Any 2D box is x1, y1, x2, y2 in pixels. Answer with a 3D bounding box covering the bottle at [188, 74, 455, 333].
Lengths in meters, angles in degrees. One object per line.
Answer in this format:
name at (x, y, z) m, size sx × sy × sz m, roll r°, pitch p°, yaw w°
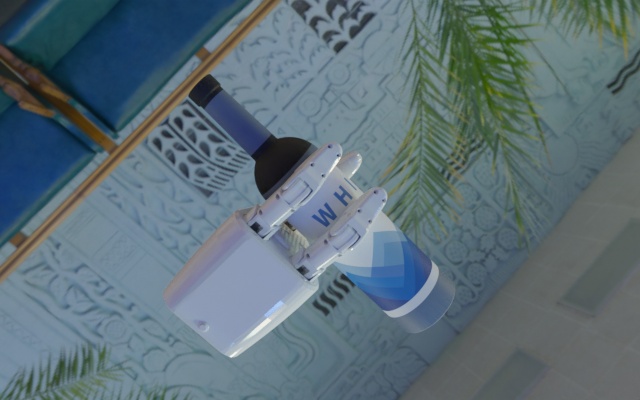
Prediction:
bottle at (0.000, 0.002, 0.436) m, size 0.296 × 0.069 × 0.069 m, roll 44°, pitch -10°, yaw -10°
